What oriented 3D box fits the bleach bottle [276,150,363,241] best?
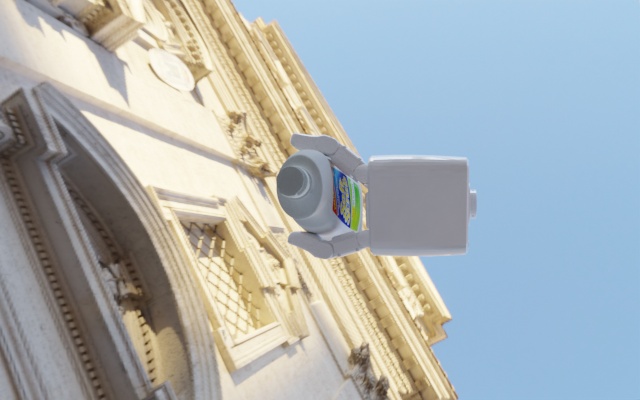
[{"bbox_3d":[0.000,0.002,0.572,0.068,0.102,0.251,0,-5,14],"label":"bleach bottle"}]
